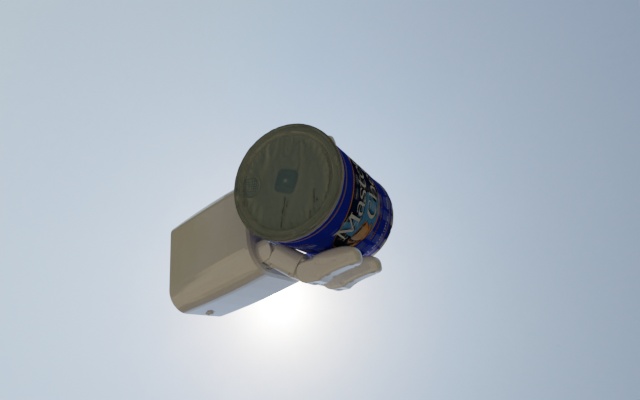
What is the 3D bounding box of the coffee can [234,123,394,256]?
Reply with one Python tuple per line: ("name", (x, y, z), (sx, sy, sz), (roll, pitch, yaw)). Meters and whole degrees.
("coffee can", (0.000, 0.001, 0.455), (0.103, 0.102, 0.140), (0, -15, 26))
